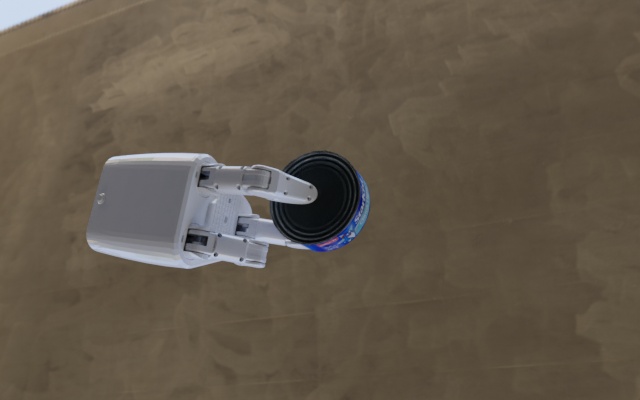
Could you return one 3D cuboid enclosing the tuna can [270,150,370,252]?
[{"bbox_3d":[0.000,0.002,0.425,0.086,0.086,0.034,0,-18,25],"label":"tuna can"}]
